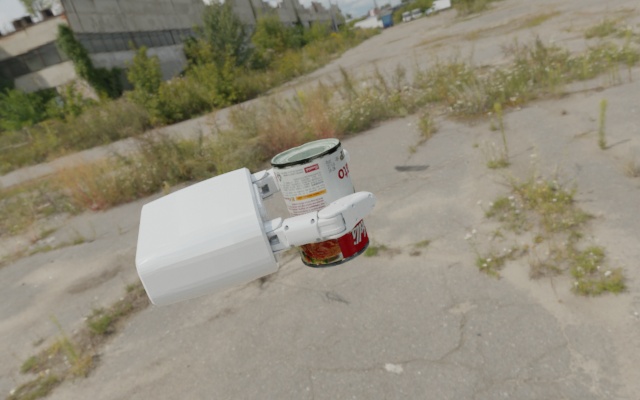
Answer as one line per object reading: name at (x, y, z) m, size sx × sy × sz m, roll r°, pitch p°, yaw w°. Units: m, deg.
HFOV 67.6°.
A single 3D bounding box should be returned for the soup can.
soup can at (0.000, 0.001, 0.442) m, size 0.068 × 0.102 × 0.068 m, roll -16°, pitch 18°, yaw 5°
